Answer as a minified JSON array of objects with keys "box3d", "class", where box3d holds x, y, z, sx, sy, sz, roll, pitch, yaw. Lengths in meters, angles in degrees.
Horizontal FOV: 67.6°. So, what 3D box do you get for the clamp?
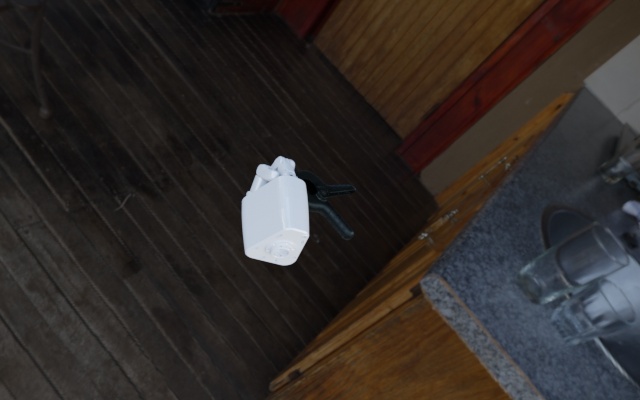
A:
[{"box3d":[0.000,0.002,0.871,0.171,0.120,0.039,17,-42,-30],"class":"clamp"}]
